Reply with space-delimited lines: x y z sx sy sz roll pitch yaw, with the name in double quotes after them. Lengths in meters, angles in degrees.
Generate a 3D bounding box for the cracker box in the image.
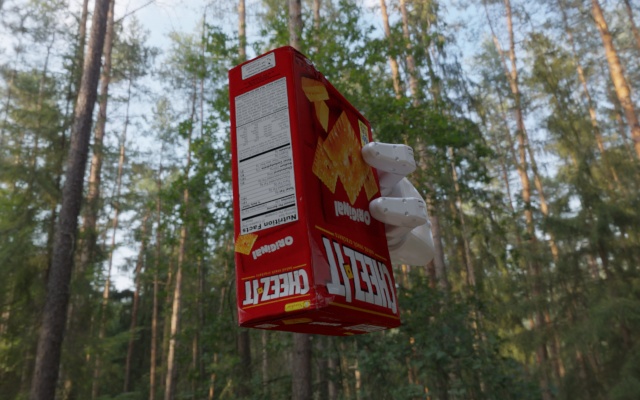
0.000 0.001 0.414 0.072 0.213 0.164 -17 -24 25 "cracker box"
